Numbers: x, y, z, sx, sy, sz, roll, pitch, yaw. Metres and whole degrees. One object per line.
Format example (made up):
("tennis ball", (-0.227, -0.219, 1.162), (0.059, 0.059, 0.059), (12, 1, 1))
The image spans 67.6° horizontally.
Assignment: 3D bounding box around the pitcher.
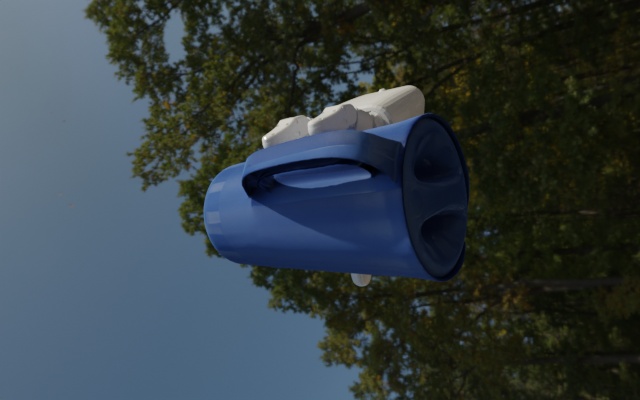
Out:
("pitcher", (0.000, 0.001, 0.440), (0.243, 0.149, 0.145), (-6, 21, 37))
